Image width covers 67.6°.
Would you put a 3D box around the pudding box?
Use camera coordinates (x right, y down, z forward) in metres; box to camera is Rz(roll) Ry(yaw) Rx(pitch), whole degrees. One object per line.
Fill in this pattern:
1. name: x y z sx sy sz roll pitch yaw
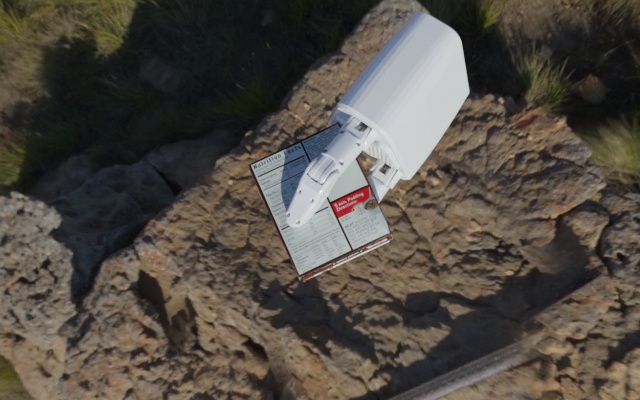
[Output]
1. pudding box: 0.000 0.001 0.416 0.090 0.113 0.039 -25 -14 1
